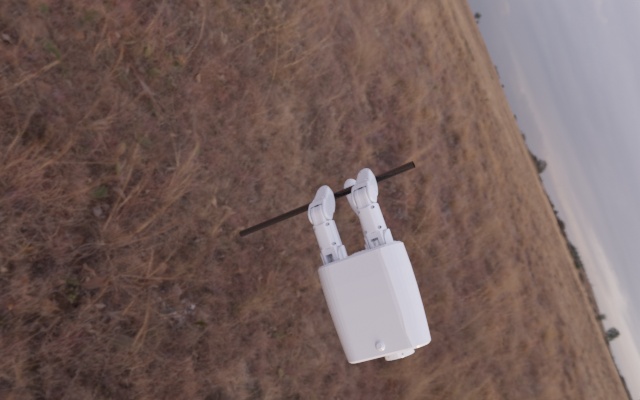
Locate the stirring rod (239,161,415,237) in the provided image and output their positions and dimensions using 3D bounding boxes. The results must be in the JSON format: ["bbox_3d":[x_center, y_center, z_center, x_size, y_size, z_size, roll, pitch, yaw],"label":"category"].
[{"bbox_3d":[0.000,0.002,0.573,0.239,0.011,0.011,-22,-9,22],"label":"stirring rod"}]
